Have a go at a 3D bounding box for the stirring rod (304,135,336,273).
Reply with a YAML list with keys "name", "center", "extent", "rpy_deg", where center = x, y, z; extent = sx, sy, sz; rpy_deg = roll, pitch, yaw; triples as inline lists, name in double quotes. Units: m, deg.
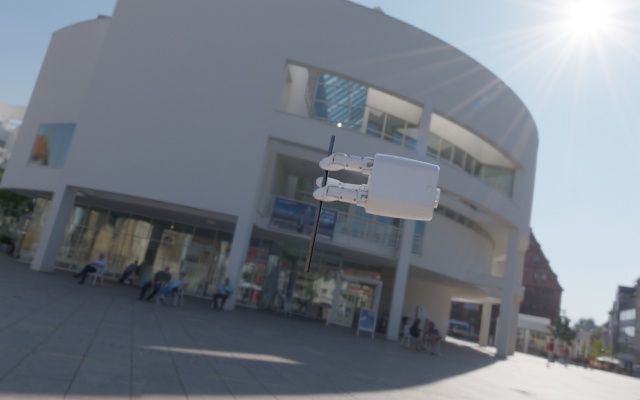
- name: "stirring rod"
  center: [0.000, 0.003, 0.812]
  extent: [0.011, 0.239, 0.011]
  rpy_deg: [11, -12, 2]
